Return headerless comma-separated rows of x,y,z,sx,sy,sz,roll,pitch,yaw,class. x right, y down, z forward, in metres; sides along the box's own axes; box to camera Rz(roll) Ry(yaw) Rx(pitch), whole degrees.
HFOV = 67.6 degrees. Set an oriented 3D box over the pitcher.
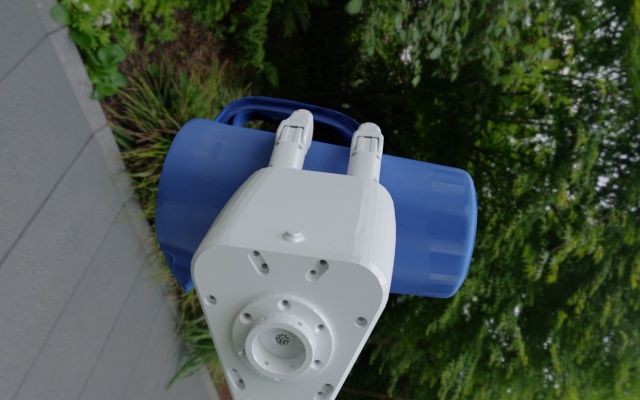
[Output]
0.000,0.001,0.410,0.243,0.149,0.145,8,19,5,pitcher
